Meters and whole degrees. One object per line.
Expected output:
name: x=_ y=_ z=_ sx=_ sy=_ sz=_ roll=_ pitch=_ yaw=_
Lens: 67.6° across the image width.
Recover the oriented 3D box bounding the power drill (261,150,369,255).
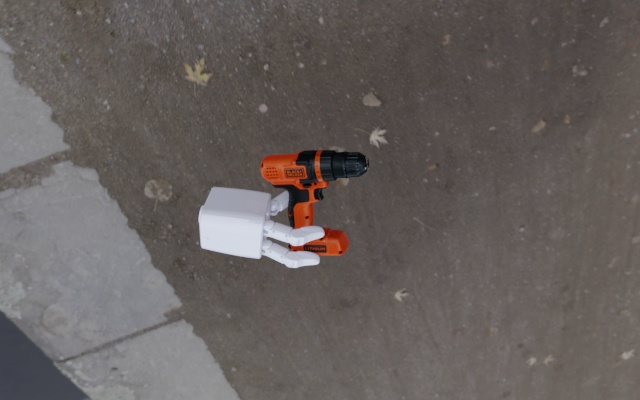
power drill: x=0.000 y=0.003 z=0.819 sx=0.184 sy=0.188 sz=0.057 roll=0 pitch=26 yaw=19
